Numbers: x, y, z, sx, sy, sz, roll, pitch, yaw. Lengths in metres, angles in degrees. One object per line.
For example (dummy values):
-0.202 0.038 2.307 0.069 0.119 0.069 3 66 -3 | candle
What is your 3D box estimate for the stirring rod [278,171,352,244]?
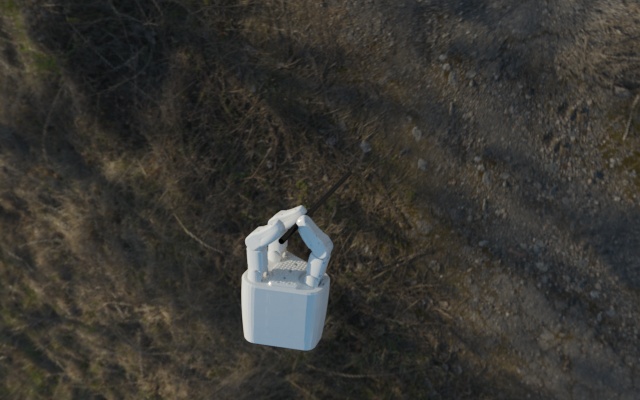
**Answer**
0.000 0.002 0.672 0.011 0.011 0.239 0 23 25 | stirring rod
